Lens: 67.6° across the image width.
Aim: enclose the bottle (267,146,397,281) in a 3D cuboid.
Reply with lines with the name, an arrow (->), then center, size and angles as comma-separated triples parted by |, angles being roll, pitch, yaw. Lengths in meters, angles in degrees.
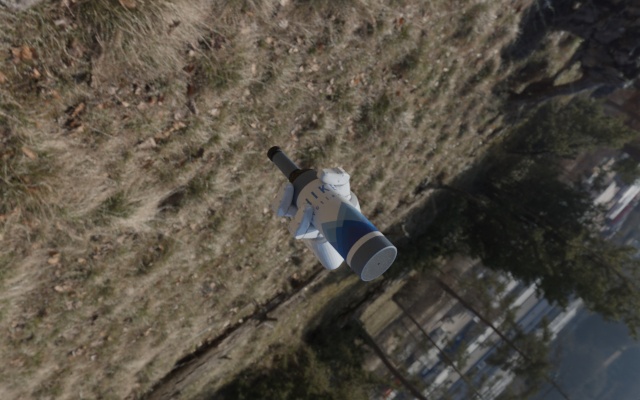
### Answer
bottle -> 0.000, 0.003, 0.761 | 0.069, 0.069, 0.295 | 0, 37, -45
